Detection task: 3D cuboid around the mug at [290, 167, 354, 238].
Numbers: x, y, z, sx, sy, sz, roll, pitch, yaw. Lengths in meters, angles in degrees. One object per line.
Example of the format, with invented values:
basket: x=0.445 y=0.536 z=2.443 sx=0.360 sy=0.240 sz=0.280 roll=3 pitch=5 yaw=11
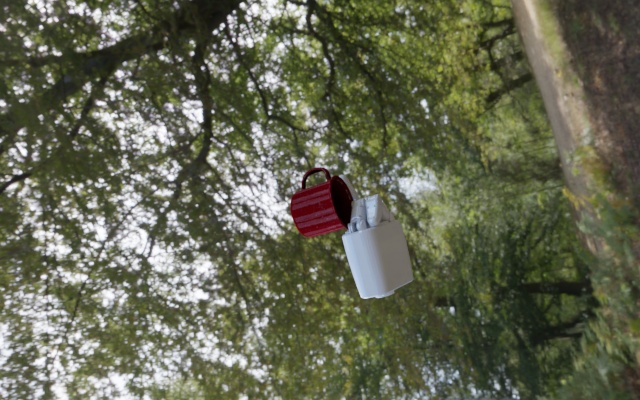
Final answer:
mug: x=0.000 y=0.001 z=0.798 sx=0.081 sy=0.117 sz=0.093 roll=-17 pitch=-6 yaw=24
